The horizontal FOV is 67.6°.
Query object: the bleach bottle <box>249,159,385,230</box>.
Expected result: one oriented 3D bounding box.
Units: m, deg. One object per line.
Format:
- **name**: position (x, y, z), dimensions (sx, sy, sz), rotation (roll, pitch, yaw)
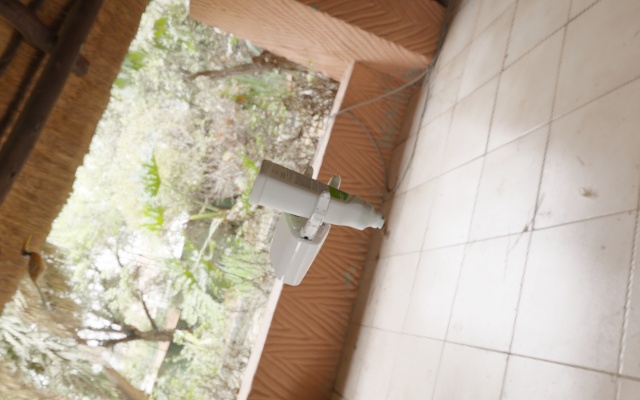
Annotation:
- **bleach bottle**: position (0.000, 0.003, 0.878), dimensions (0.251, 0.068, 0.102), rotation (19, 24, -9)
